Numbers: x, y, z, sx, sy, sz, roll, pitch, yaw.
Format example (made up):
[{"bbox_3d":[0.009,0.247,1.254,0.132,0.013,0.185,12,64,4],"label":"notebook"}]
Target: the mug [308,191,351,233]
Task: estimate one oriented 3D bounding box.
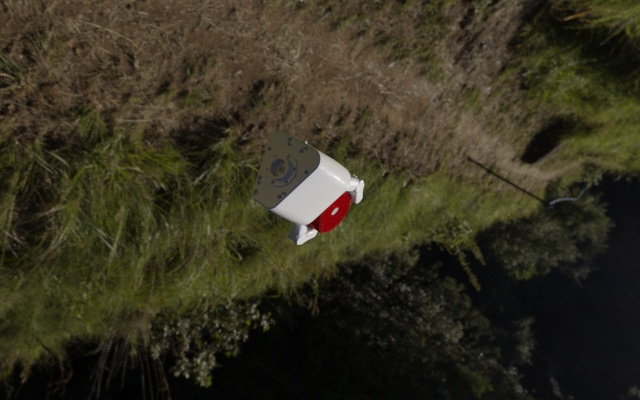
[{"bbox_3d":[0.001,0.003,0.799,0.081,0.093,0.117,35,5,28],"label":"mug"}]
